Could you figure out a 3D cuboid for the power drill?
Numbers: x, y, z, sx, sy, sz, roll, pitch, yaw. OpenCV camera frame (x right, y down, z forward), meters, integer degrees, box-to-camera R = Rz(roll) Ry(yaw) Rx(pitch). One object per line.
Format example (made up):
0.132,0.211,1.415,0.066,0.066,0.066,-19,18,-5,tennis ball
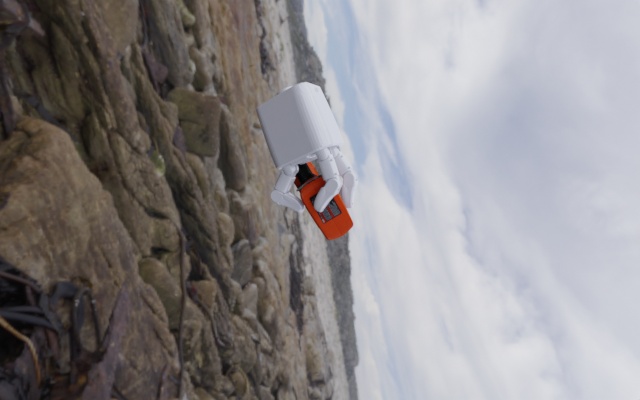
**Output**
0.000,0.003,0.851,0.057,0.184,0.187,-33,20,-2,power drill
